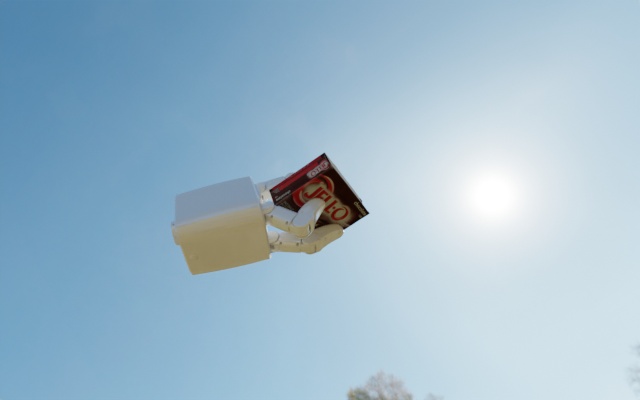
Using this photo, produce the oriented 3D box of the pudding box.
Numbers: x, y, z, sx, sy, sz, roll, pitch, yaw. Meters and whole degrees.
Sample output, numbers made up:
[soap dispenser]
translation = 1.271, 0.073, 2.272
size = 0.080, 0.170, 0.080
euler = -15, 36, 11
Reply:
[pudding box]
translation = 0.000, 0.002, 0.634
size = 0.090, 0.039, 0.113
euler = -33, -44, 10
